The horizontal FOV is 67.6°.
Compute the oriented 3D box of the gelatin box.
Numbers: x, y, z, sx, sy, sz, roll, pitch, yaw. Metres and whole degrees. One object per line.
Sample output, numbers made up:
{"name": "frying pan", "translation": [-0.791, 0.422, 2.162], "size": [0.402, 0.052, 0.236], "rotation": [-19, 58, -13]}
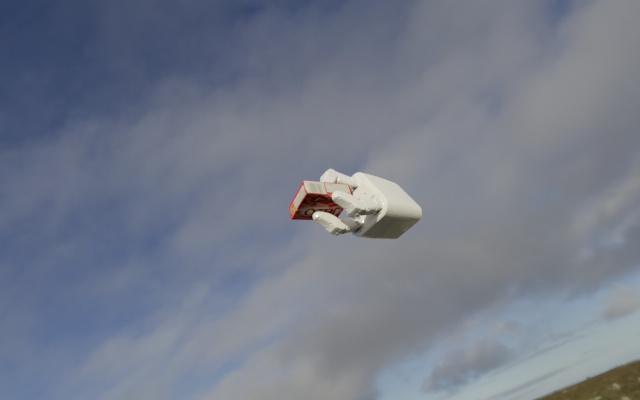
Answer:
{"name": "gelatin box", "translation": [0.000, 0.002, 0.806], "size": [0.089, 0.030, 0.073], "rotation": [4, -39, -27]}
